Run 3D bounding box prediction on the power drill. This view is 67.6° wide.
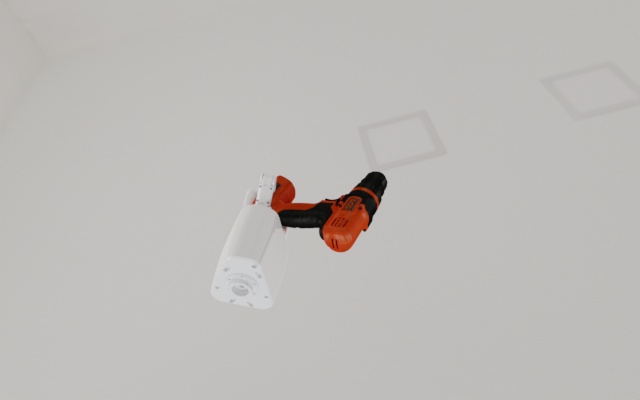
[{"bbox_3d":[0.000,0.003,0.768,0.187,0.057,0.184,6,35,27],"label":"power drill"}]
